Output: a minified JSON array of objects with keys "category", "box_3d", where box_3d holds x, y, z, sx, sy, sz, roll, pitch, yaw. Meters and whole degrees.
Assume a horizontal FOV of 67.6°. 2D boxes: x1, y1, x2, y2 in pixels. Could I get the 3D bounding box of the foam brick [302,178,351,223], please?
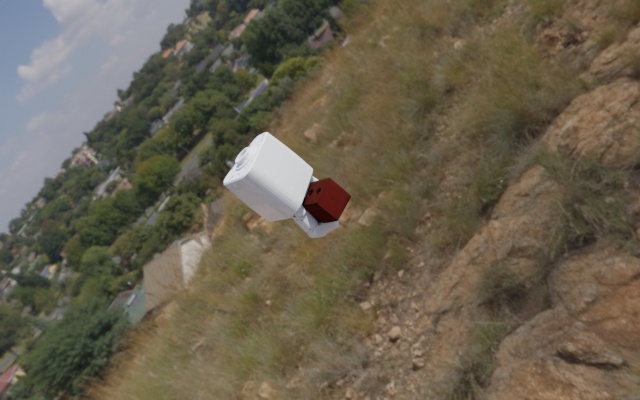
[{"category":"foam brick","box_3d":[0.000,0.003,0.792,0.051,0.053,0.078,41,-28,-24]}]
